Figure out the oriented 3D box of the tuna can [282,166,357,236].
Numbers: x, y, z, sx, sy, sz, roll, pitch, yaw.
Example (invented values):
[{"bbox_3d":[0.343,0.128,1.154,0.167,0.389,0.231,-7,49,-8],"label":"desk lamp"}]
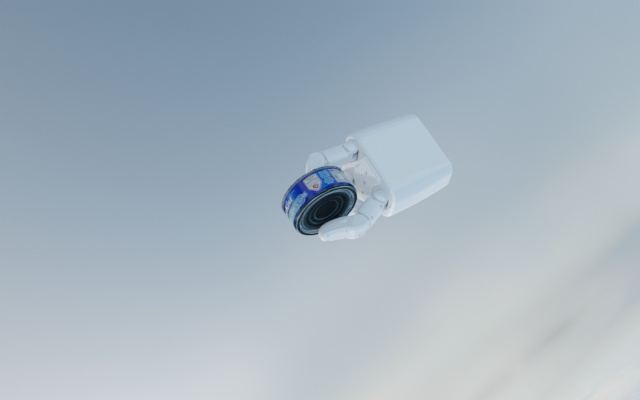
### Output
[{"bbox_3d":[0.000,0.002,0.558,0.086,0.033,0.086,-25,-32,-17],"label":"tuna can"}]
